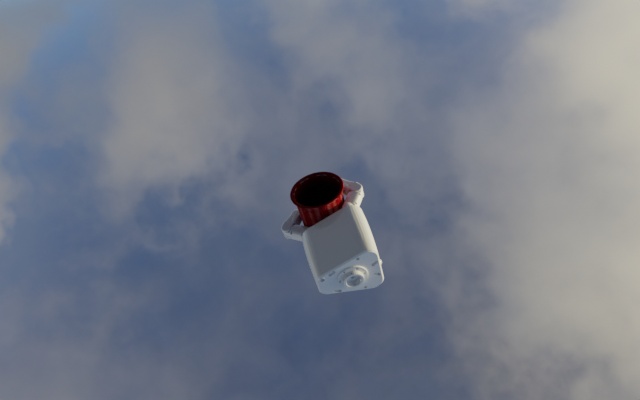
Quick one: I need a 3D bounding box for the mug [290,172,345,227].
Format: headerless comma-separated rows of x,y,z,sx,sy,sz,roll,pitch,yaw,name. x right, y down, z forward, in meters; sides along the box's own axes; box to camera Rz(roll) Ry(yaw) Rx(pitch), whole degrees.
0.000,0.002,0.840,0.093,0.082,0.117,-18,41,0,mug
